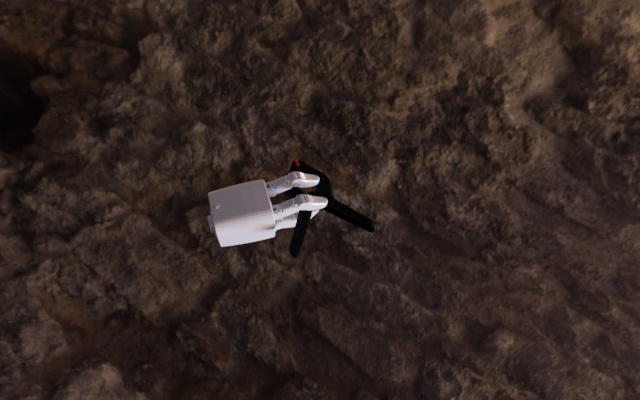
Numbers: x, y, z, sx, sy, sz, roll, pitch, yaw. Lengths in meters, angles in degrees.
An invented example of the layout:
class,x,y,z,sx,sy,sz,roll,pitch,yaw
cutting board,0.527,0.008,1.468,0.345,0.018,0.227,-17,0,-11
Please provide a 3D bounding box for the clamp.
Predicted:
class,x,y,z,sx,sy,sz,roll,pitch,yaw
clamp,0.000,0.003,0.901,0.164,0.209,0.036,-11,-36,-13
